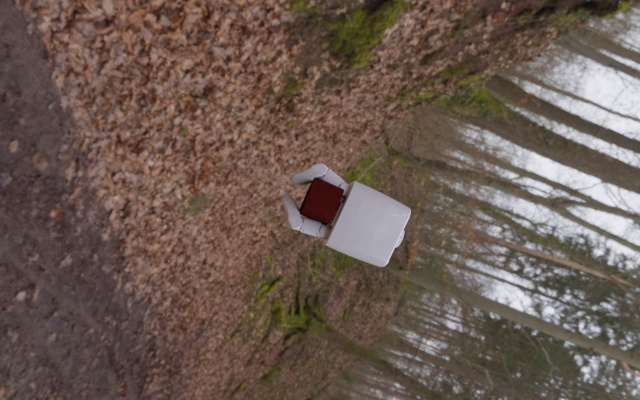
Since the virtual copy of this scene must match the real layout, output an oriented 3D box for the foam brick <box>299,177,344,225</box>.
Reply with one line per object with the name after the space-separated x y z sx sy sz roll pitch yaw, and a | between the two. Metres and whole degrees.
0.000 0.002 0.754 0.051 0.053 0.078 24 -10 -3 | foam brick
